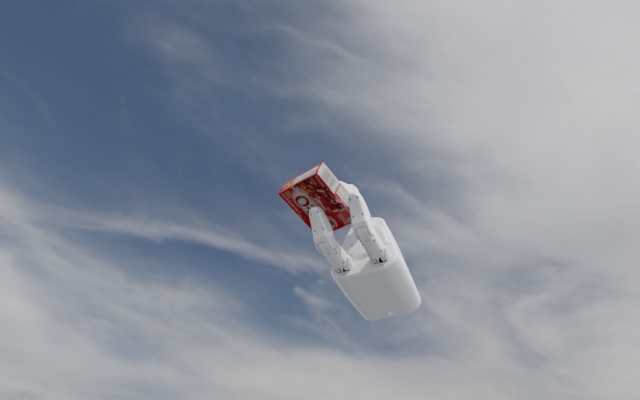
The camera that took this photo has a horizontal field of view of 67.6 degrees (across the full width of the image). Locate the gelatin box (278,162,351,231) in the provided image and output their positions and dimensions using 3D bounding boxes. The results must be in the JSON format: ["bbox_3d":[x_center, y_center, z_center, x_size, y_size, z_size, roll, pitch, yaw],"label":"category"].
[{"bbox_3d":[0.000,0.002,0.639,0.073,0.089,0.030,-26,25,37],"label":"gelatin box"}]
